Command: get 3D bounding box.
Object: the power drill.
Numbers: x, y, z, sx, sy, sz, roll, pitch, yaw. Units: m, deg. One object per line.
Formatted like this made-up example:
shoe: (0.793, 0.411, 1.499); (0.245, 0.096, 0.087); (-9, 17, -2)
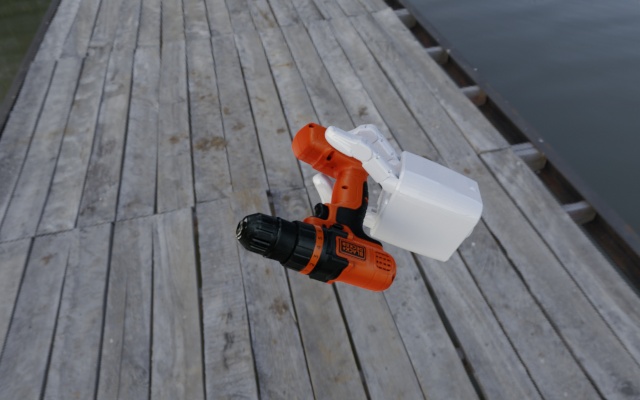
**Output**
power drill: (0.000, 0.001, 0.545); (0.184, 0.187, 0.057); (22, -40, -24)
